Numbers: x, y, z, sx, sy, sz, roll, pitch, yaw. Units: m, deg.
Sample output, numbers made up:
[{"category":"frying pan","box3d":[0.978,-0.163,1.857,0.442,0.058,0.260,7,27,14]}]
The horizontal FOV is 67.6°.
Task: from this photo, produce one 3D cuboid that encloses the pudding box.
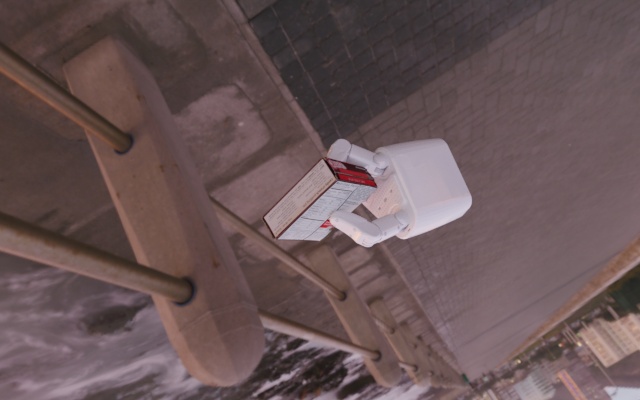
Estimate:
[{"category":"pudding box","box3d":[0.000,0.002,0.563,0.113,0.039,0.090,-45,-29,24]}]
